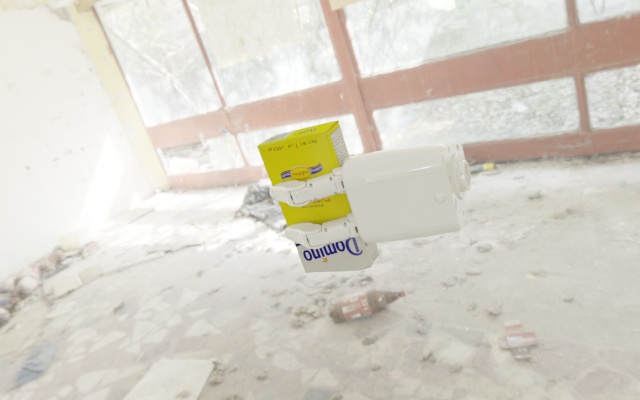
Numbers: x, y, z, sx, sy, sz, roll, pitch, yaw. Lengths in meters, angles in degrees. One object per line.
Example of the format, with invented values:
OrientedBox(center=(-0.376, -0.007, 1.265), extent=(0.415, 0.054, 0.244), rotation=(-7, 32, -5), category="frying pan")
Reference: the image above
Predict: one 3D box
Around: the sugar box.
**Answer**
OrientedBox(center=(0.000, 0.002, 0.564), extent=(0.093, 0.176, 0.048), rotation=(-8, 21, 28), category="sugar box")
